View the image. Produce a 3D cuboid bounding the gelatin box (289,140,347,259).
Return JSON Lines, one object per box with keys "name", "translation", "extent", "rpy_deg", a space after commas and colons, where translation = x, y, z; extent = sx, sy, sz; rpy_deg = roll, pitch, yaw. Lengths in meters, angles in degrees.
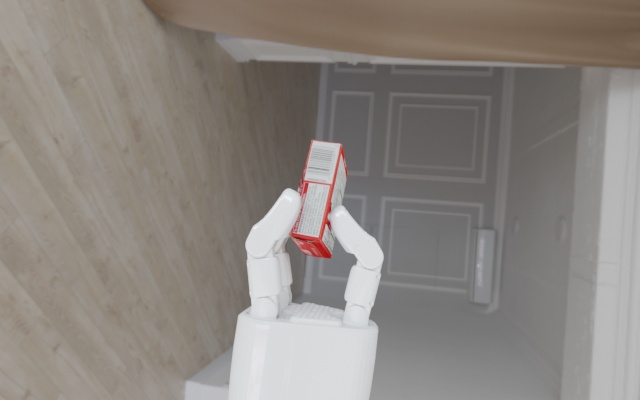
{"name": "gelatin box", "translation": [0.001, 0.001, 0.425], "extent": [0.030, 0.089, 0.073], "rpy_deg": [10, -15, 10]}
